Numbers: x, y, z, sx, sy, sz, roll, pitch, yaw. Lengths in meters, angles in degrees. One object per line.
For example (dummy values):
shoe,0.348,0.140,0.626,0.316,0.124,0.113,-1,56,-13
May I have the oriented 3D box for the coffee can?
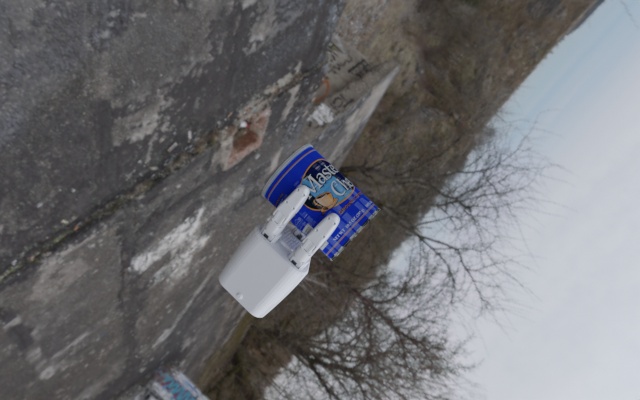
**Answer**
coffee can,0.000,0.002,0.688,0.140,0.103,0.103,43,5,5
